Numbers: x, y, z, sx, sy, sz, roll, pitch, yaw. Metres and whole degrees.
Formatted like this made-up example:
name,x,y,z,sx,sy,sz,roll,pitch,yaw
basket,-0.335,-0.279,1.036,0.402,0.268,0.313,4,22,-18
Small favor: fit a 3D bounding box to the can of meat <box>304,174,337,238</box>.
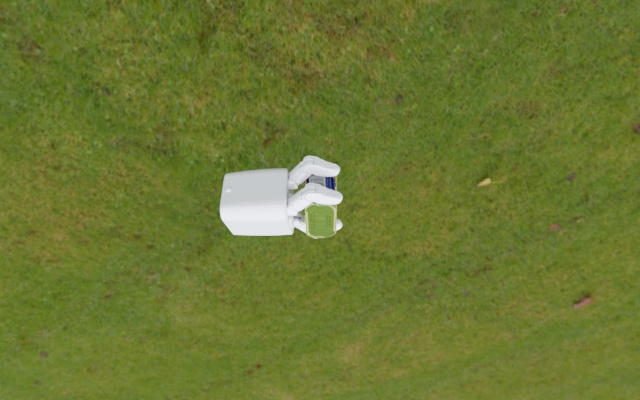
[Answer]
name,x,y,z,sx,sy,sz,roll,pitch,yaw
can of meat,0.000,0.003,0.801,0.057,0.084,0.102,-1,-38,1
